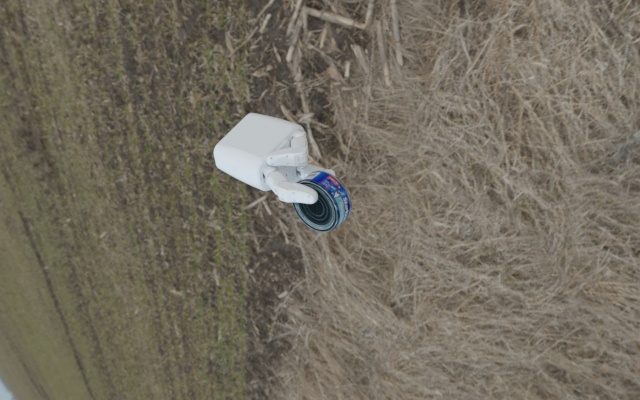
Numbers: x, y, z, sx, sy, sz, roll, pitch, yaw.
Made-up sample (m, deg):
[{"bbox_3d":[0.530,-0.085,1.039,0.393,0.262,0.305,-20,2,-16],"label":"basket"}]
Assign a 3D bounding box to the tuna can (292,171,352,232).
[{"bbox_3d":[0.000,0.003,0.690,0.086,0.086,0.033,0,27,42],"label":"tuna can"}]
